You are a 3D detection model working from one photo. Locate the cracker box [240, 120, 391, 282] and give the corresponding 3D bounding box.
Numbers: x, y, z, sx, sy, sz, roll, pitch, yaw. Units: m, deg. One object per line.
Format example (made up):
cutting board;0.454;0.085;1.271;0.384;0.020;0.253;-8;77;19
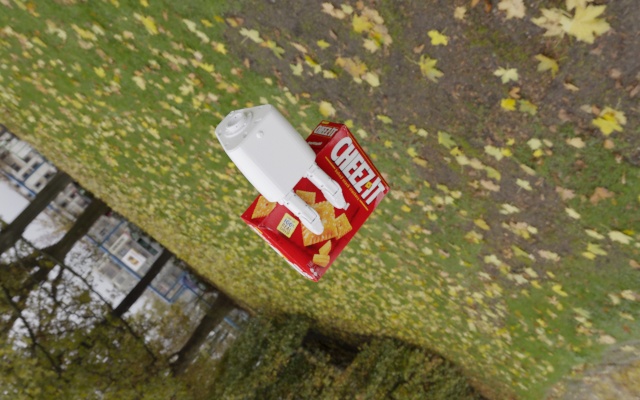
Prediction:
cracker box;0.000;0.003;0.786;0.072;0.213;0.164;23;-21;52
